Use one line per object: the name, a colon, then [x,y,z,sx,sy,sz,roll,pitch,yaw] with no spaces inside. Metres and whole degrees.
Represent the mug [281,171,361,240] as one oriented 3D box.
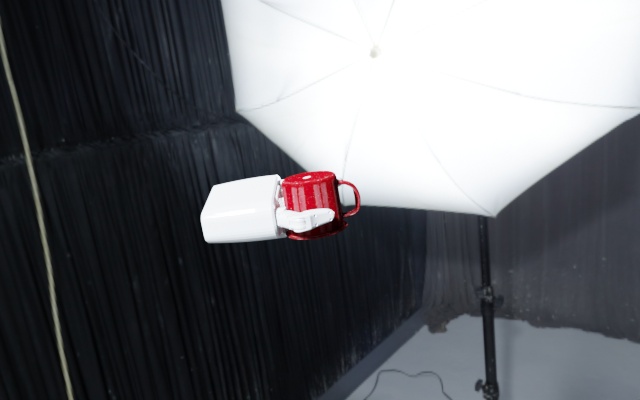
mug: [0.002,0.002,0.698,0.117,0.081,0.093,-8,13,4]
